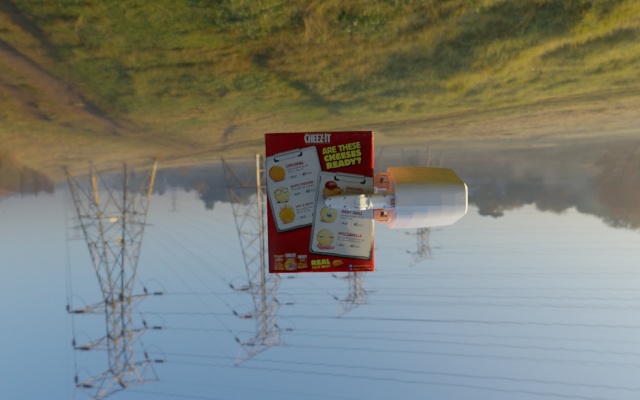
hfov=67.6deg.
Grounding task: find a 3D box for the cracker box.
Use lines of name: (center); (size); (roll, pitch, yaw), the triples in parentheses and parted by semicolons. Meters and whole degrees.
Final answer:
cracker box: (0.000, 0.003, 0.745); (0.164, 0.214, 0.072); (-1, 4, 0)
